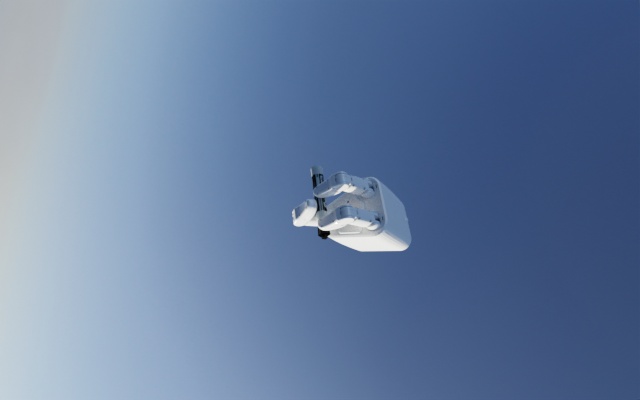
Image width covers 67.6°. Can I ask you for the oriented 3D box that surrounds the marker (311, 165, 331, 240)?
[{"bbox_3d":[0.000,0.002,0.730,0.020,0.121,0.020,-5,-26,-3],"label":"marker"}]
